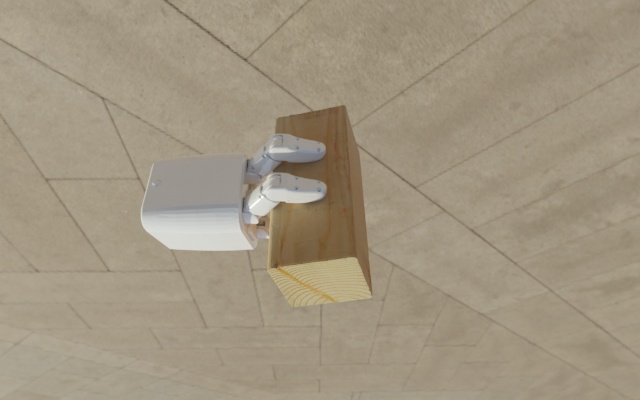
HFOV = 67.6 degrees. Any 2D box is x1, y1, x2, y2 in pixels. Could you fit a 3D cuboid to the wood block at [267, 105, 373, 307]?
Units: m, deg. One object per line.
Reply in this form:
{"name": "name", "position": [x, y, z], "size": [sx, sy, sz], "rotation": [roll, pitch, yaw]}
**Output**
{"name": "wood block", "position": [0.000, 0.002, 0.536], "size": [0.090, 0.206, 0.091], "rotation": [-9, -38, 10]}
